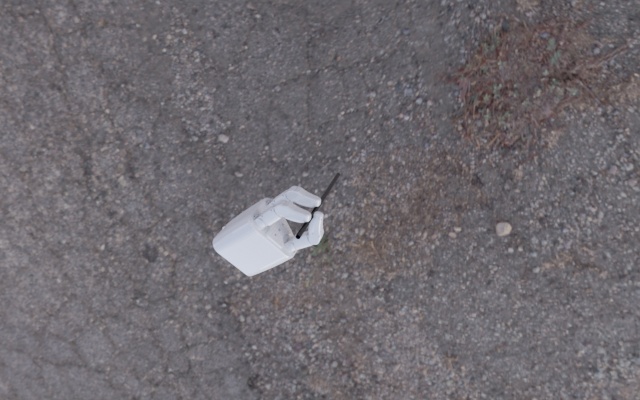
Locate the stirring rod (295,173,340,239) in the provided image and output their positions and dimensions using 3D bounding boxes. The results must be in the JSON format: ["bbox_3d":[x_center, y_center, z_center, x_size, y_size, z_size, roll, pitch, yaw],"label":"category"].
[{"bbox_3d":[0.000,0.003,0.844,0.011,0.011,0.239,0,27,19],"label":"stirring rod"}]
